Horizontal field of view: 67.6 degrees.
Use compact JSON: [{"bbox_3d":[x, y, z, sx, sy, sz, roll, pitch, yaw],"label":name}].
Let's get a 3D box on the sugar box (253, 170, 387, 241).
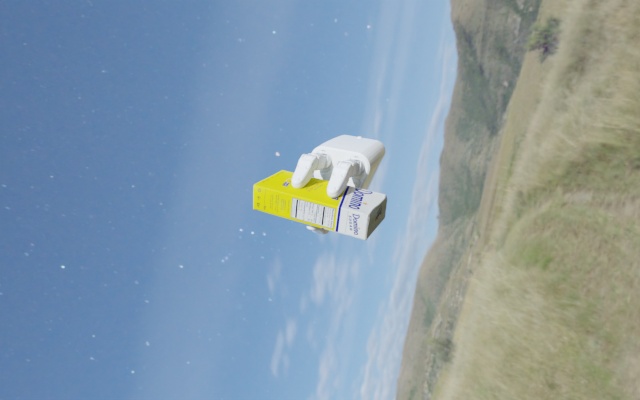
[{"bbox_3d":[0.000,0.002,0.692,0.176,0.048,0.093,12,22,20],"label":"sugar box"}]
